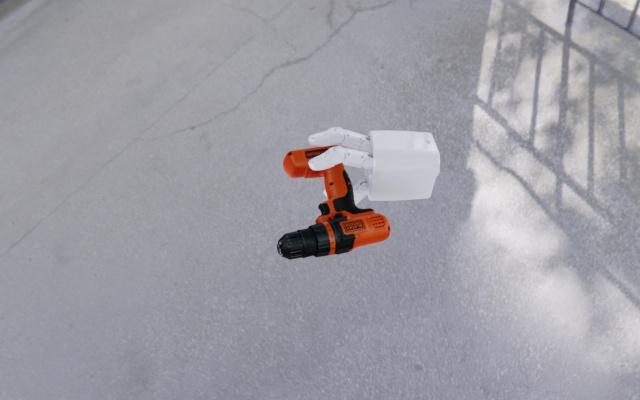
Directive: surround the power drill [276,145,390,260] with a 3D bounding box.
[{"bbox_3d":[0.000,0.002,0.770,0.184,0.187,0.057,-9,-30,-21],"label":"power drill"}]
